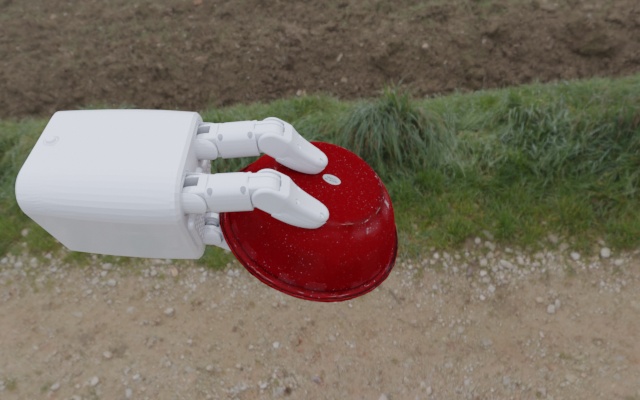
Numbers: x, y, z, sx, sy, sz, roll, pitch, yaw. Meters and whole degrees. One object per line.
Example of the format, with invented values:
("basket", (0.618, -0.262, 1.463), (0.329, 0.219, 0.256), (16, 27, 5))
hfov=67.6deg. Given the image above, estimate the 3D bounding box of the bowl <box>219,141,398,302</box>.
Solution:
("bowl", (0.001, 0.001, 0.401), (0.162, 0.162, 0.055), (0, -41, -22))
